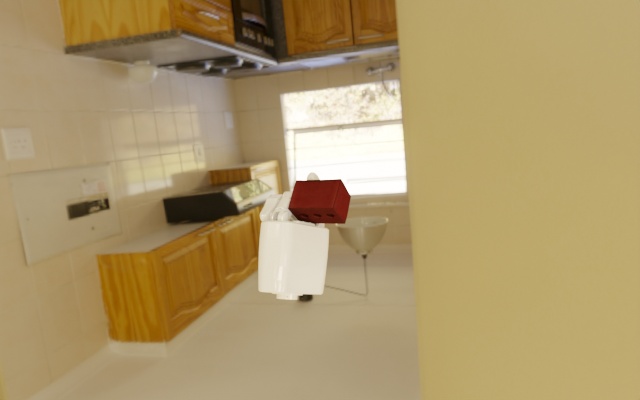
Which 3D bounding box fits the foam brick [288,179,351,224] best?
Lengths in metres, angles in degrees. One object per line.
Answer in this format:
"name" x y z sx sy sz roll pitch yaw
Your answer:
"foam brick" 0.000 0.002 0.732 0.078 0.051 0.053 -1 -31 25
